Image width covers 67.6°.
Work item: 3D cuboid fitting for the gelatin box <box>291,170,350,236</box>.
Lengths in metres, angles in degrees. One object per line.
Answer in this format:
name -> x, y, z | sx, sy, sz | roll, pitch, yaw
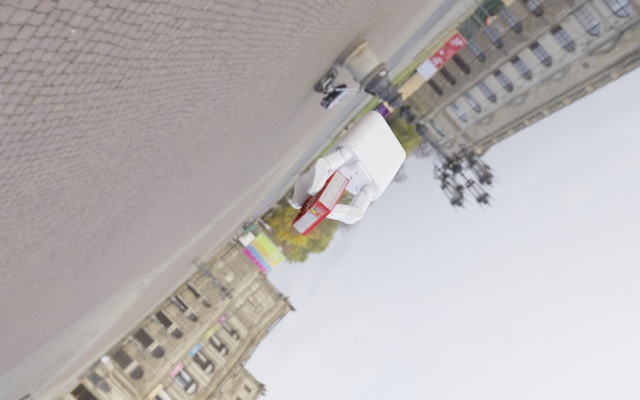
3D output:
gelatin box -> 0.000, 0.003, 0.723 | 0.073, 0.030, 0.089 | -43, 11, 41
